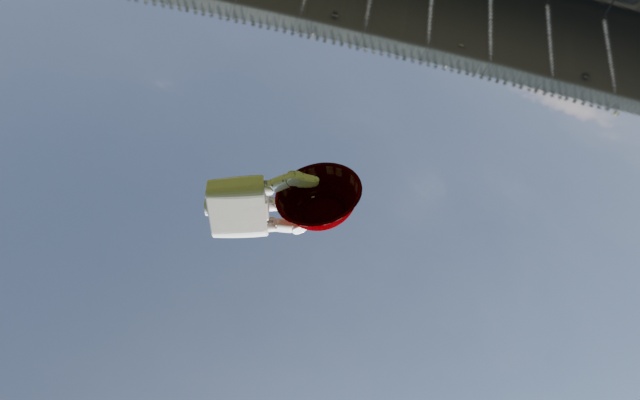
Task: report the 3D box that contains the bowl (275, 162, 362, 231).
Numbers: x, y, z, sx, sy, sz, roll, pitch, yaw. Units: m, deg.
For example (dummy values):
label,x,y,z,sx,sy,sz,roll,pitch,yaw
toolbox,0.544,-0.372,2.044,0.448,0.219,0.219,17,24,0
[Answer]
label,x,y,z,sx,sy,sz,roll,pitch,yaw
bowl,0.002,0.003,0.880,0.162,0.162,0.055,0,-43,15
